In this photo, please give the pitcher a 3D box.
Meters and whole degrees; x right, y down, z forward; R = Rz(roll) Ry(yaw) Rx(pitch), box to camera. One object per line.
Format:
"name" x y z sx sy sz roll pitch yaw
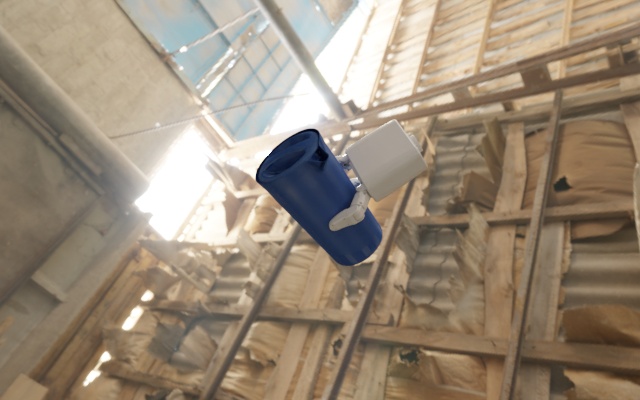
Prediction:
"pitcher" 0.000 0.003 0.850 0.145 0.243 0.149 -33 29 10
